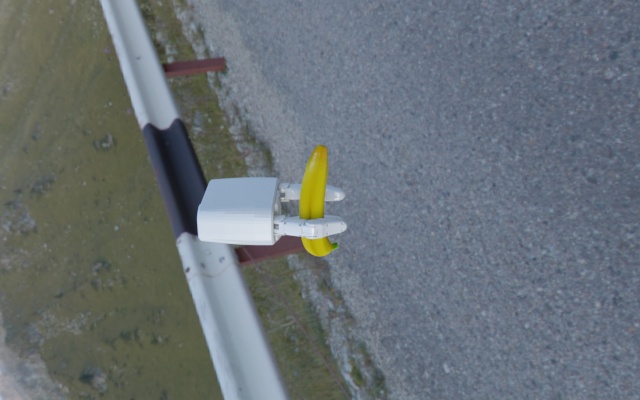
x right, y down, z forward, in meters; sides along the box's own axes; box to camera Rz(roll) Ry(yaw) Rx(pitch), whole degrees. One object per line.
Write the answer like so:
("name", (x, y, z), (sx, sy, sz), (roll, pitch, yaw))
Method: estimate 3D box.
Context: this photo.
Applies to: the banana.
("banana", (-0.006, 0.016, 0.692), (0.037, 0.198, 0.069), (10, 42, 19))
